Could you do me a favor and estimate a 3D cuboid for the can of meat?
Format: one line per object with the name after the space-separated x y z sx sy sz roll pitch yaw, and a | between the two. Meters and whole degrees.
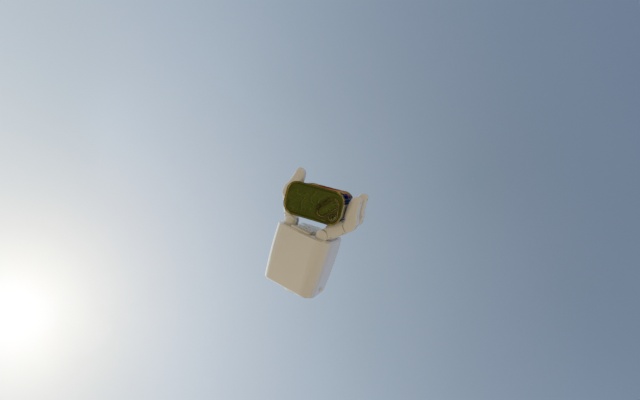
0.000 0.003 0.817 0.102 0.057 0.084 16 7 16 | can of meat
